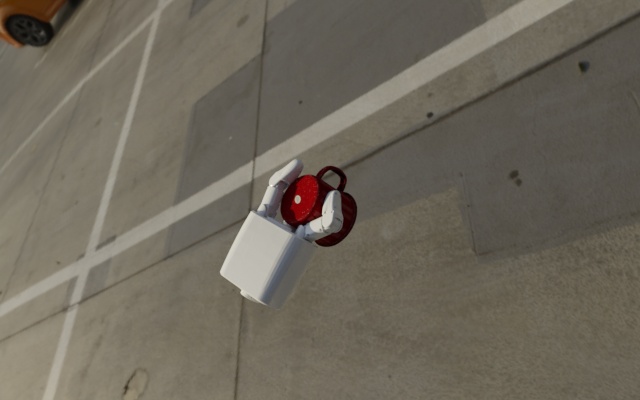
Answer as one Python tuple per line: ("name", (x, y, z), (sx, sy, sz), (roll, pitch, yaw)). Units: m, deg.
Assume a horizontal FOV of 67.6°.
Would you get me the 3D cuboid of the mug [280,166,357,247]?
("mug", (0.001, 0.001, 0.718), (0.081, 0.117, 0.093), (32, -5, -40))
